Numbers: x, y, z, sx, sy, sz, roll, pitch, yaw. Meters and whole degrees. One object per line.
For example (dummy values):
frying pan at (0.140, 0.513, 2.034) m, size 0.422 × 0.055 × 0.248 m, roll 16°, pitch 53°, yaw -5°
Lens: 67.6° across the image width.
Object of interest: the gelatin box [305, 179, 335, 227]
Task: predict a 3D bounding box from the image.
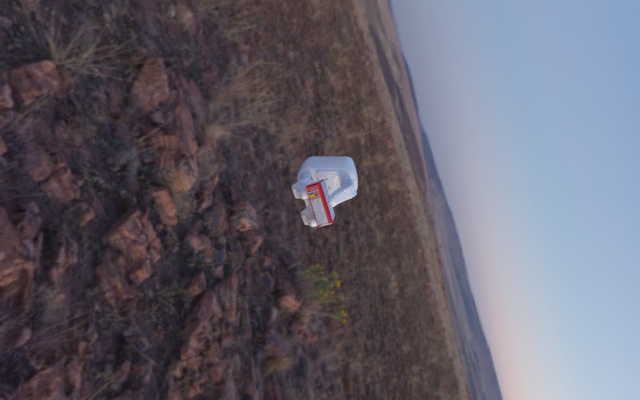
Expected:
gelatin box at (0.001, 0.003, 0.838) m, size 0.030 × 0.073 × 0.089 m, roll -16°, pitch 5°, yaw 6°
